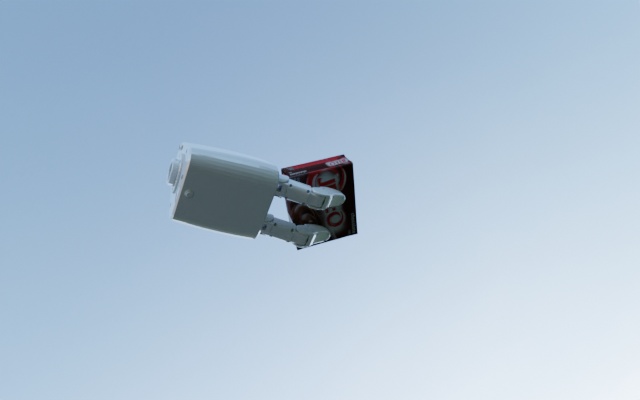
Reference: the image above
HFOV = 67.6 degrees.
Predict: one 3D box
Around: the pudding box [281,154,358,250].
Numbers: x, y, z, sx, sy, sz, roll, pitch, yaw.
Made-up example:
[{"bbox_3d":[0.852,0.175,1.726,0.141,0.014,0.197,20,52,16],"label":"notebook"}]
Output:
[{"bbox_3d":[0.000,0.002,0.638,0.090,0.114,0.039,-14,32,-13],"label":"pudding box"}]
